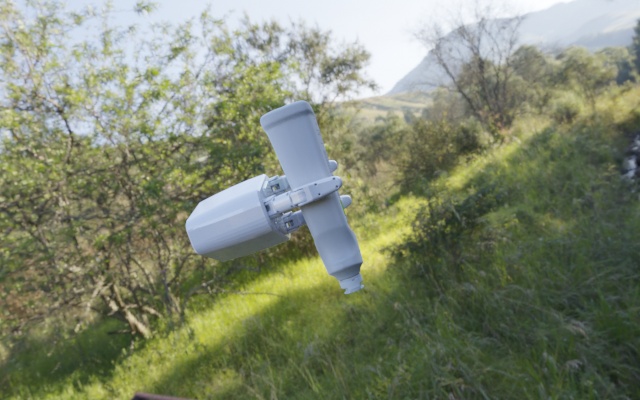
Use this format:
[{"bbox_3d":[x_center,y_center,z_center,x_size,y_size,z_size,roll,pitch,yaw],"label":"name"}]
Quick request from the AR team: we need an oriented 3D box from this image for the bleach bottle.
[{"bbox_3d":[0.000,0.002,0.627,0.068,0.251,0.102,-21,0,6],"label":"bleach bottle"}]
